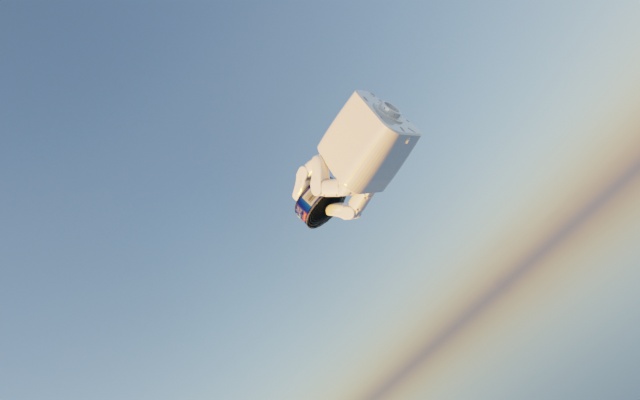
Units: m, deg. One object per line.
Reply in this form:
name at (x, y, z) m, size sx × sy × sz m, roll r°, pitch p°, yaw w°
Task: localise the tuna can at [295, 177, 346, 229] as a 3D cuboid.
tuna can at (0.000, 0.002, 0.770) m, size 0.033 × 0.086 × 0.086 m, roll 44°, pitch 21°, yaw 24°
